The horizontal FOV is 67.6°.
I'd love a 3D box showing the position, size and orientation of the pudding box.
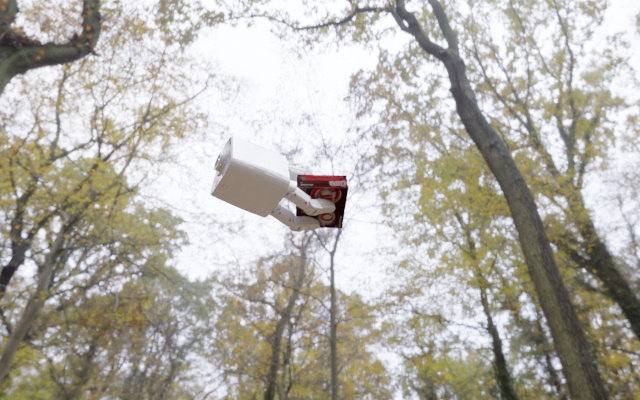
[{"bbox_3d":[0.000,0.003,0.866,0.090,0.039,0.114,1,-40,-4],"label":"pudding box"}]
